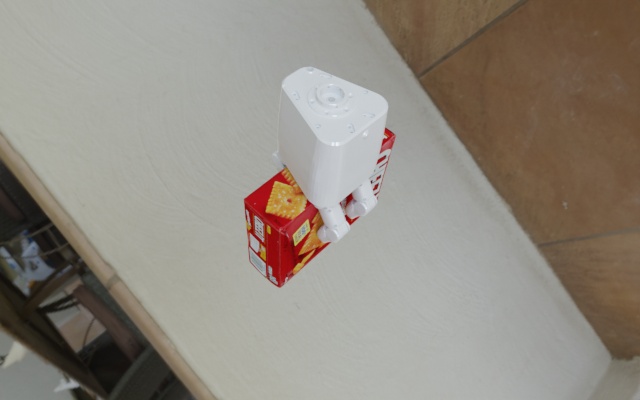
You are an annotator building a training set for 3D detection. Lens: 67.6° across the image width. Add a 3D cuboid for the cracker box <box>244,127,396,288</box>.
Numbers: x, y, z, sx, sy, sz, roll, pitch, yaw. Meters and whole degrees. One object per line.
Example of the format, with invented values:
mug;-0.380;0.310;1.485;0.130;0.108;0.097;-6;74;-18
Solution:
cracker box;0.000;0.002;0.647;0.213;0.072;0.164;-39;-23;-27
